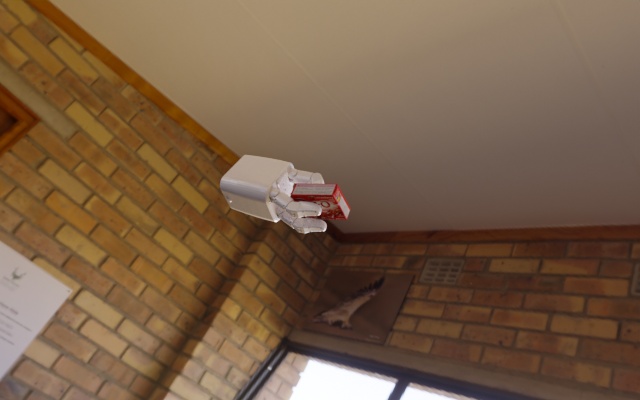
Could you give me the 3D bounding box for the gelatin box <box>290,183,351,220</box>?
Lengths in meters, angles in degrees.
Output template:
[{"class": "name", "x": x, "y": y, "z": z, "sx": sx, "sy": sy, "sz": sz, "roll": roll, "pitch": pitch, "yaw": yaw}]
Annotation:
[{"class": "gelatin box", "x": 0.001, "y": 0.002, "z": 0.863, "sx": 0.089, "sy": 0.030, "sz": 0.073, "roll": 1, "pitch": -38, "yaw": 28}]
